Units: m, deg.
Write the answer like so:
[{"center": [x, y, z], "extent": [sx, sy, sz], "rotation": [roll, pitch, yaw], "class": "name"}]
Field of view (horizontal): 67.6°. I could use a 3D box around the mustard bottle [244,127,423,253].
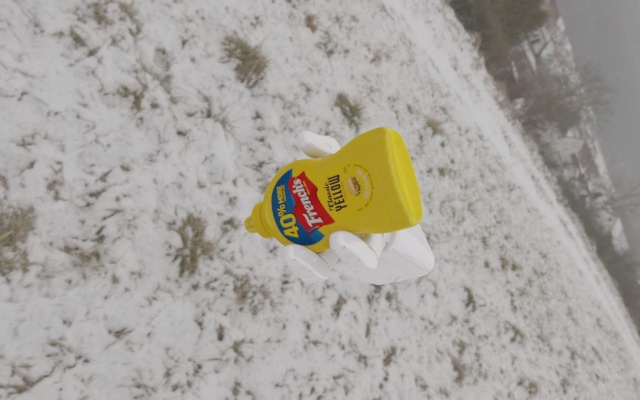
[{"center": [0.000, 0.001, 0.481], "extent": [0.191, 0.096, 0.058], "rotation": [-18, -7, 30], "class": "mustard bottle"}]
